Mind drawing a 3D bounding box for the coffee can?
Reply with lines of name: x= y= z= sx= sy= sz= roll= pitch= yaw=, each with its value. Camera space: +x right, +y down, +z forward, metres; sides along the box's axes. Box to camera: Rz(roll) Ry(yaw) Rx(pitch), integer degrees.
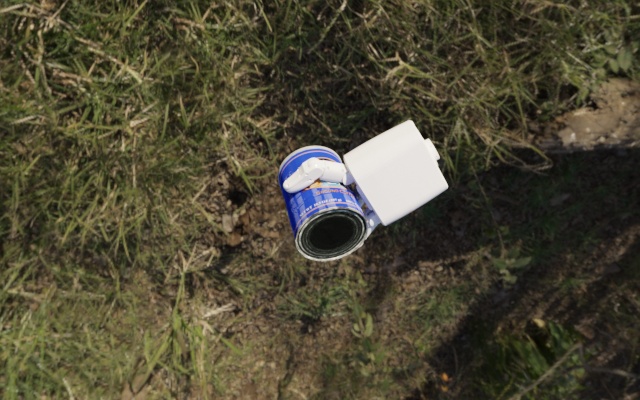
coffee can: x=0.000 y=0.002 z=0.693 sx=0.103 sy=0.103 sz=0.140 roll=0 pitch=41 yaw=-18
